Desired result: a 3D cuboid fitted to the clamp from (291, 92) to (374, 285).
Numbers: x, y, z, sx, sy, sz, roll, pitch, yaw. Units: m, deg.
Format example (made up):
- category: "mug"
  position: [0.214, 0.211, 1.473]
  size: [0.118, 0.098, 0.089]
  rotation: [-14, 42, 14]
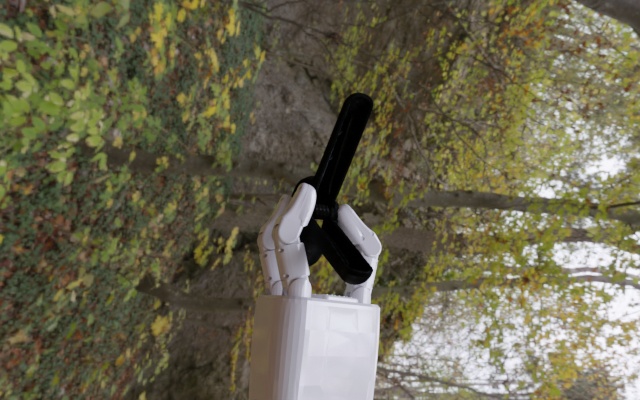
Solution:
- category: "clamp"
  position: [0.001, 0.002, 0.467]
  size: [0.036, 0.164, 0.210]
  rotation: [11, -14, -19]
